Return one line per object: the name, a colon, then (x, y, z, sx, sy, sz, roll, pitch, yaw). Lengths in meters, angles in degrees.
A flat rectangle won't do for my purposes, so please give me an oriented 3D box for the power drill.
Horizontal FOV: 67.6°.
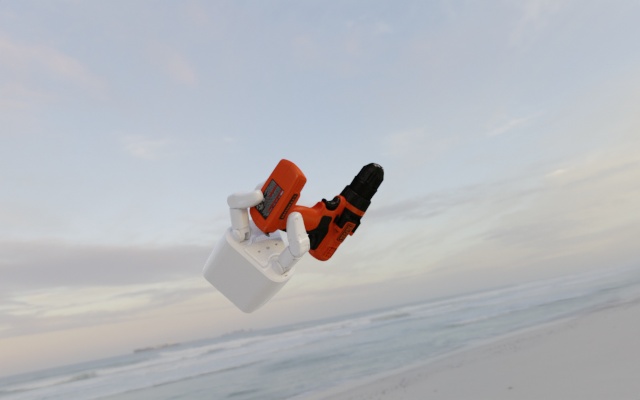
power drill: (0.000, 0.002, 0.720, 0.188, 0.184, 0.057, 22, 15, -46)
